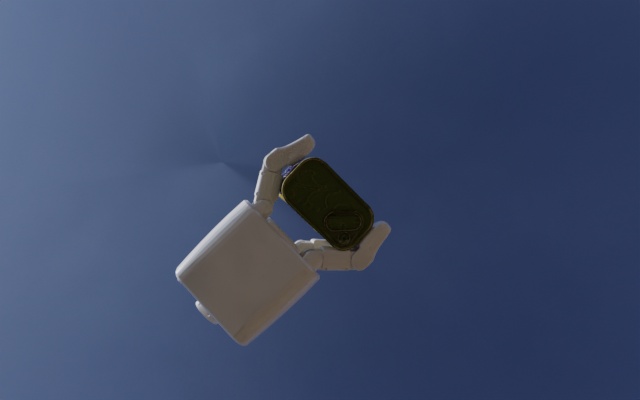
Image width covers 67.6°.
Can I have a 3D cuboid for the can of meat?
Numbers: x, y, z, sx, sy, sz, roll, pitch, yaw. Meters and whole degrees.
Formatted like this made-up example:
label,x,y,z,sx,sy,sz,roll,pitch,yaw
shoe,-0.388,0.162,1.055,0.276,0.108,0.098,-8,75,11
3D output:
label,x,y,z,sx,sy,sz,roll,pitch,yaw
can of meat,0.000,0.002,0.526,0.102,0.057,0.084,44,-6,-12
